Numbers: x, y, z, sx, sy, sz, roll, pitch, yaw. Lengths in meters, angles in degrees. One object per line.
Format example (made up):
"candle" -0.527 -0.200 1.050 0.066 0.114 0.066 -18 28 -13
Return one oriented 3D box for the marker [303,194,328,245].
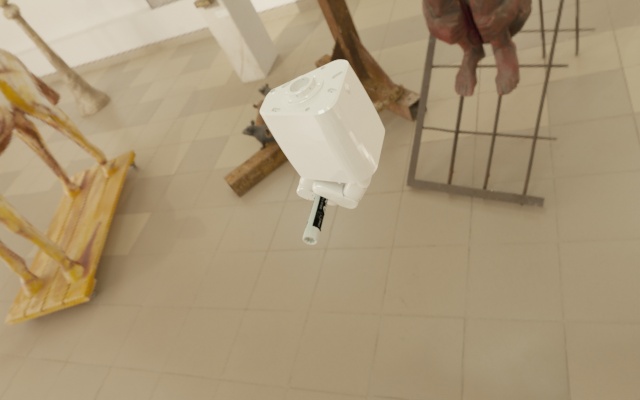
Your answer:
"marker" 0.000 0.002 0.608 0.020 0.121 0.020 10 -38 8
